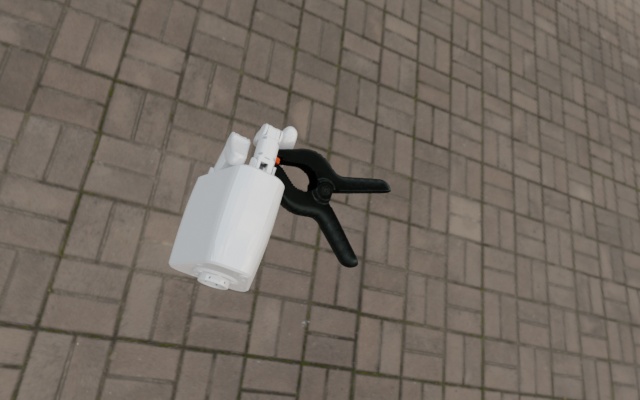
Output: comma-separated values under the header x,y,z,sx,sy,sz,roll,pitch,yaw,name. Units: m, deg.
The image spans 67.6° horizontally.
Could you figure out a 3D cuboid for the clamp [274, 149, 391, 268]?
x,y,z,sx,sy,sz,roll,pitch,yaw,name
0.000,0.002,0.565,0.171,0.120,0.039,24,-23,-19,clamp
